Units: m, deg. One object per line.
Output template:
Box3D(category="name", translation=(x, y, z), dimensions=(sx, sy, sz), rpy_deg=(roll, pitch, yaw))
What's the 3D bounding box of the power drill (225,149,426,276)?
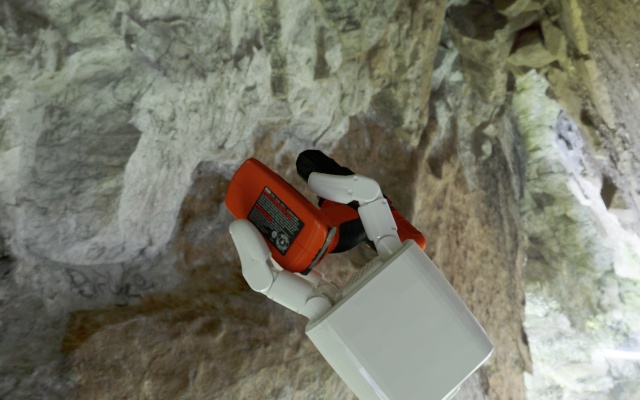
Box3D(category="power drill", translation=(0.000, 0.002, 0.469), dimensions=(0.184, 0.057, 0.187), rpy_deg=(41, 23, 28))
